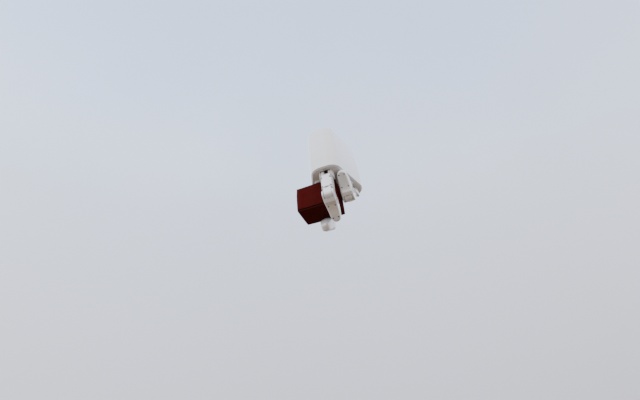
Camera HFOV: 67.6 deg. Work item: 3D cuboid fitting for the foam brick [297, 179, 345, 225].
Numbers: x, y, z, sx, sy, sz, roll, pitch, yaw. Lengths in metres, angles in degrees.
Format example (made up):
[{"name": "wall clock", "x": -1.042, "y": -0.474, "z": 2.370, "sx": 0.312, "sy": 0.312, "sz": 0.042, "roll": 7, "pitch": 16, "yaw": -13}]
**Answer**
[{"name": "foam brick", "x": 0.000, "y": 0.003, "z": 0.890, "sx": 0.078, "sy": 0.051, "sz": 0.053, "roll": -17, "pitch": -38, "yaw": 11}]
